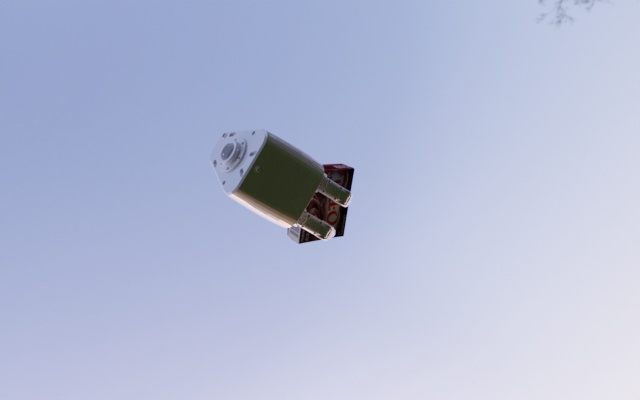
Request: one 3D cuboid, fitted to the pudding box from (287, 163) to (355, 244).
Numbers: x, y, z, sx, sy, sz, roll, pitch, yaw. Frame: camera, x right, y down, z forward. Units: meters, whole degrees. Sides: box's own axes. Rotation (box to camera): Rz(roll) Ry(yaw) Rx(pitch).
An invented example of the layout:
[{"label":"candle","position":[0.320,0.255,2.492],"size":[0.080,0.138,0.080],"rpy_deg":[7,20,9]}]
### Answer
[{"label":"pudding box","position":[0.000,0.002,0.711],"size":[0.090,0.113,0.039],"rpy_deg":[-6,24,-39]}]
